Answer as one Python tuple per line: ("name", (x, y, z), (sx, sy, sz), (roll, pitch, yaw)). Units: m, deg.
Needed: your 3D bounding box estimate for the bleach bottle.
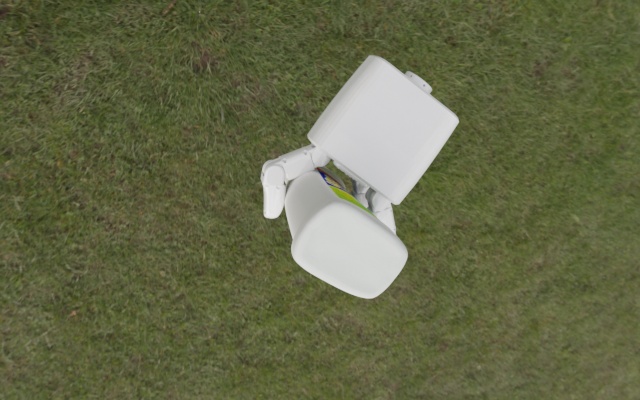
("bleach bottle", (0.000, 0.002, 0.506), (0.102, 0.068, 0.250), (33, 10, -23))
